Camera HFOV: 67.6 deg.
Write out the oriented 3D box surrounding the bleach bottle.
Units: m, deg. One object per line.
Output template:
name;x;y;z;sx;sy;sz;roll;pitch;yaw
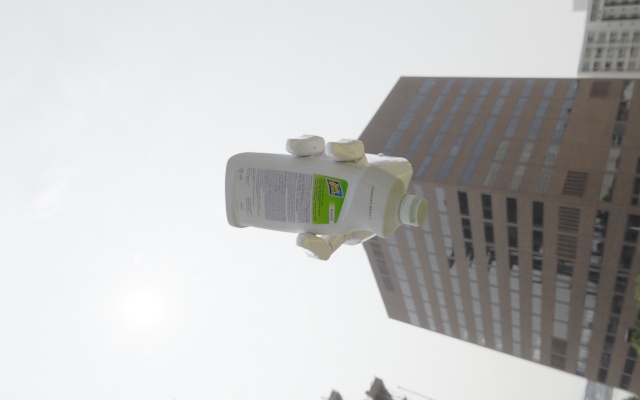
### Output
bleach bottle;0.000;0.002;0.555;0.251;0.102;0.068;10;17;33
